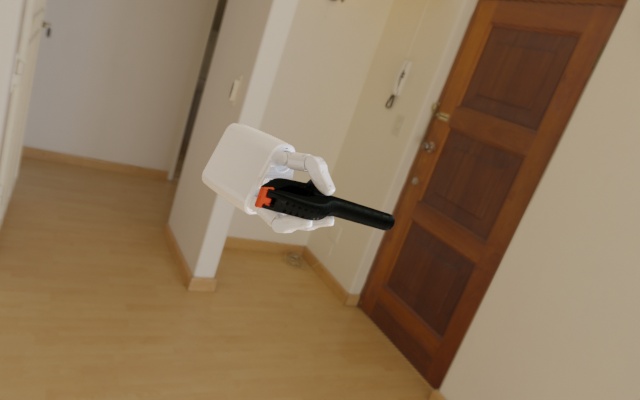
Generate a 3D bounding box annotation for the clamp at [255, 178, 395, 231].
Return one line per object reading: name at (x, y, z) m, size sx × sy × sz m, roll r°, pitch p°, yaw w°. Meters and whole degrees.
clamp at (0.000, 0.001, 0.666) m, size 0.164 × 0.036 × 0.210 m, roll 29°, pitch 18°, yaw 30°
